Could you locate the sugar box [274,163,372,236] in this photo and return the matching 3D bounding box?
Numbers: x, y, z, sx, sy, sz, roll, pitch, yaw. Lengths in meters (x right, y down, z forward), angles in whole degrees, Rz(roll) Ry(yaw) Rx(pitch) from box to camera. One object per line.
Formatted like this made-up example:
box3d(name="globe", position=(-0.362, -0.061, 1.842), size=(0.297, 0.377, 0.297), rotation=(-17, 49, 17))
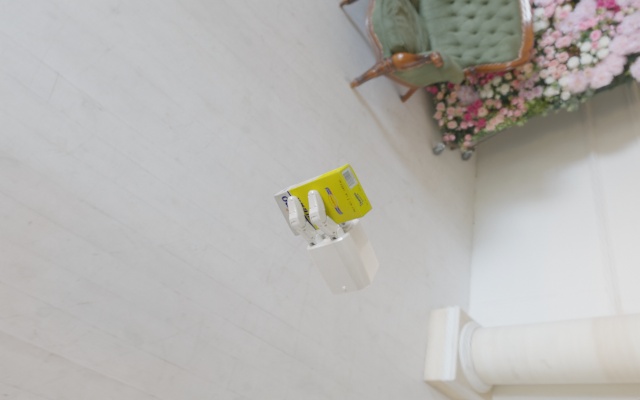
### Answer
box3d(name="sugar box", position=(0.000, 0.003, 0.880), size=(0.176, 0.093, 0.048), rotation=(-20, 11, 40))
